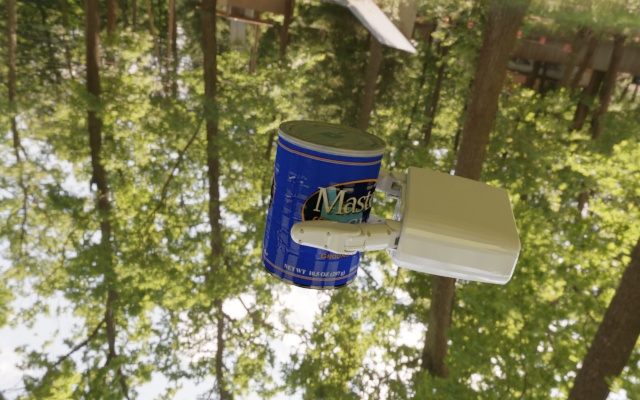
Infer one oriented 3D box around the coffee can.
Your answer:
[{"bbox_3d":[0.000,0.001,0.472,0.103,0.140,0.102,9,20,-3],"label":"coffee can"}]
